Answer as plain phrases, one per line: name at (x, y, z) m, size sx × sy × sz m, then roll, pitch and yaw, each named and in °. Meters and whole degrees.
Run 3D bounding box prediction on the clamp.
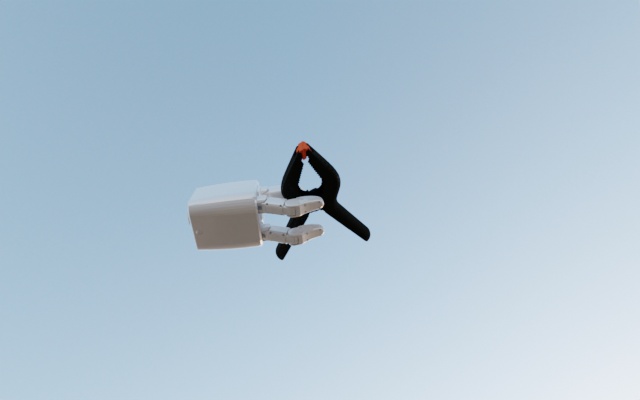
clamp at (0.000, 0.002, 0.772) m, size 0.164 × 0.210 × 0.036 m, roll -7°, pitch 33°, yaw -6°
